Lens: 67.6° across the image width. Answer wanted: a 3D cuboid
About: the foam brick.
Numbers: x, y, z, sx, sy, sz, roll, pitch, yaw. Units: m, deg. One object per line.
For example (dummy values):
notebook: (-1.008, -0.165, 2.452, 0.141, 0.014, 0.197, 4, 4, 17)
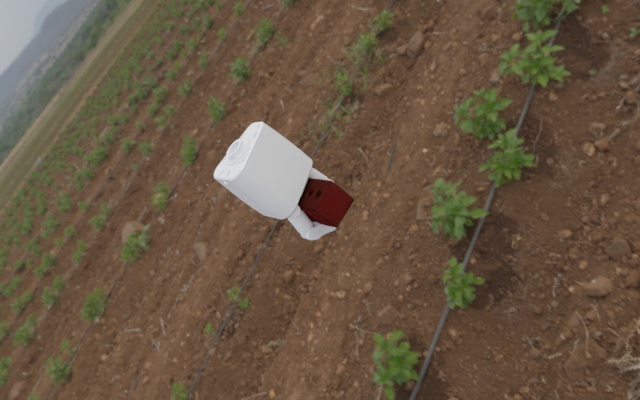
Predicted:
foam brick: (0.000, 0.002, 0.730, 0.051, 0.053, 0.078, 40, -17, -31)
